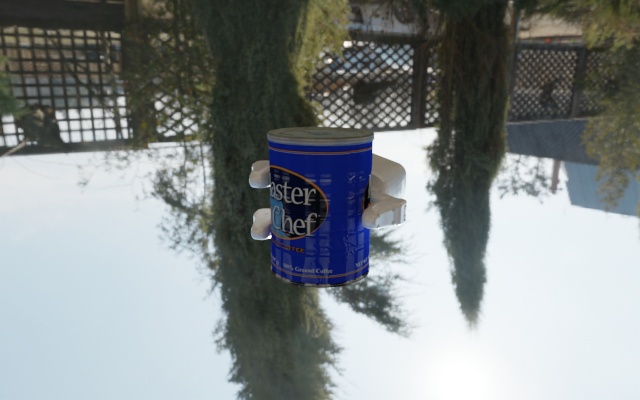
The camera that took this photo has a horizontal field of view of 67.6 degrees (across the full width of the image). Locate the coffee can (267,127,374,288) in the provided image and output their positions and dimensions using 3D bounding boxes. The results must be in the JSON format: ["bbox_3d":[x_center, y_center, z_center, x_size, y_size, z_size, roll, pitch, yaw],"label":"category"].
[{"bbox_3d":[0.000,0.001,0.475,0.103,0.140,0.102,0,14,0],"label":"coffee can"}]
